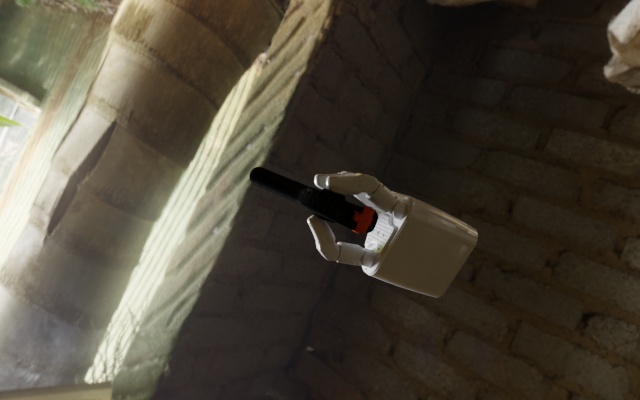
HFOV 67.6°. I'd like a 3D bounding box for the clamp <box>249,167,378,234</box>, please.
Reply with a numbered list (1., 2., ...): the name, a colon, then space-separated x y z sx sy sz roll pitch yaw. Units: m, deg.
1. clamp: 0.000 0.003 0.576 0.164 0.036 0.210 21 1 -16
